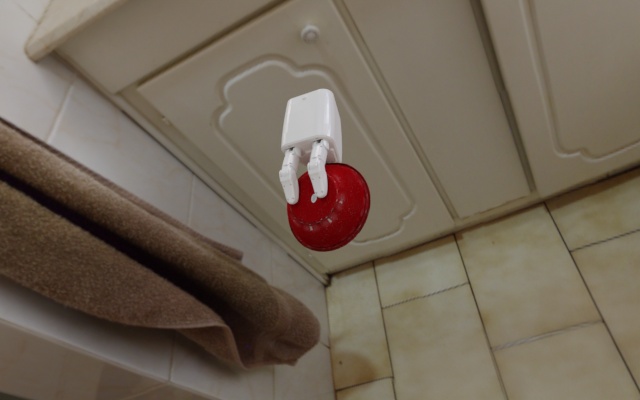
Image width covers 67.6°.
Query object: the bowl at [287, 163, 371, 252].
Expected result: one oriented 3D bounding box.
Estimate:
[{"bbox_3d":[0.000,0.004,0.805,0.162,0.162,0.055,0,-17,30],"label":"bowl"}]
